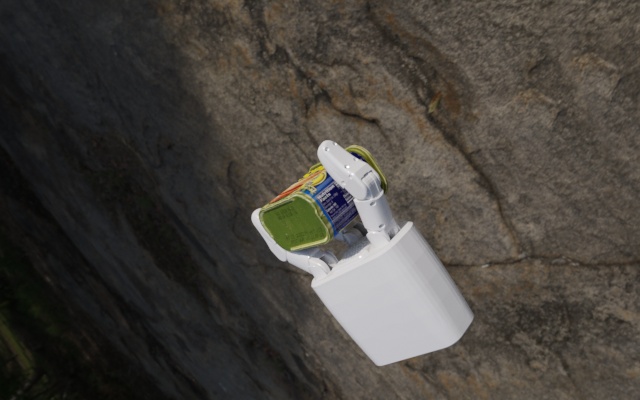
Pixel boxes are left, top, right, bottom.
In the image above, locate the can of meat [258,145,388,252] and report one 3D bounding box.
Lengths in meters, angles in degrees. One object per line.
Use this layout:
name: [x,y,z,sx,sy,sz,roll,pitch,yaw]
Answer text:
can of meat: [0.000,0.002,0.454,0.084,0.057,0.102,-40,11,-34]
